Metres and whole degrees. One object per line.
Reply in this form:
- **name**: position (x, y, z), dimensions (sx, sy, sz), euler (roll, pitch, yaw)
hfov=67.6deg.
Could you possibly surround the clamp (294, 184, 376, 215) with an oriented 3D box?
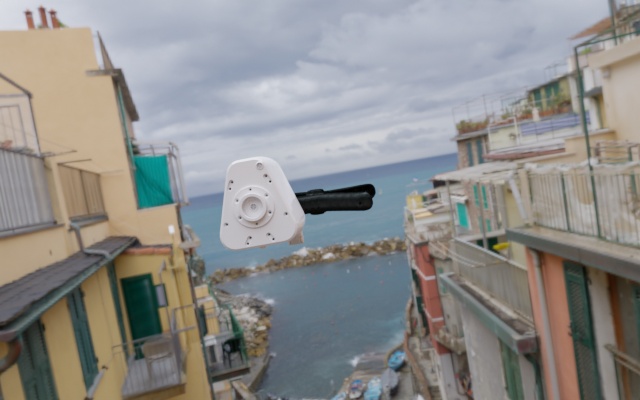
- **clamp**: position (0.000, 0.002, 0.687), dimensions (0.171, 0.039, 0.120), euler (-10, 2, 1)
